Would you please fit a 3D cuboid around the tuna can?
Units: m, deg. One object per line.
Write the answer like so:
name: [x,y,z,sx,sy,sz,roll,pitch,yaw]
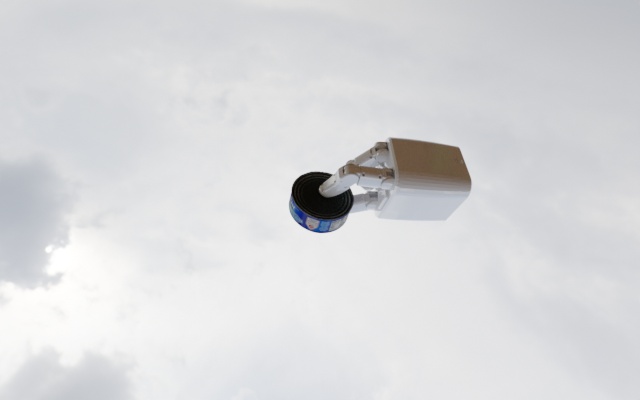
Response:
tuna can: [0.000,0.002,0.650,0.086,0.086,0.034,0,-40,-15]
